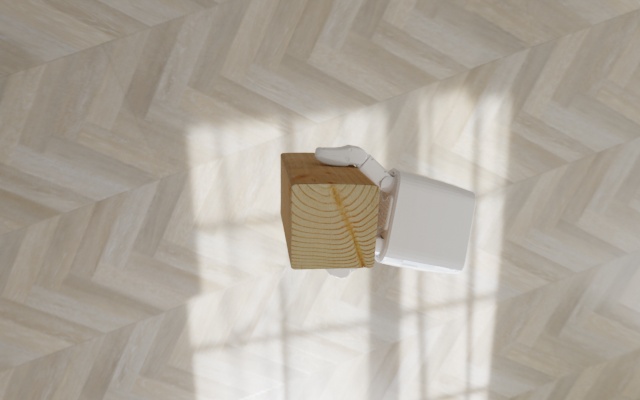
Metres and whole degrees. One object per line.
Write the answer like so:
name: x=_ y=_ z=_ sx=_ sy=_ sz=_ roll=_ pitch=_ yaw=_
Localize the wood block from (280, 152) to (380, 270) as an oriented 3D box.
wood block: x=0.001 y=0.002 z=0.576 sx=0.090 sy=0.091 sz=0.206 roll=0 pitch=14 yaw=-8
